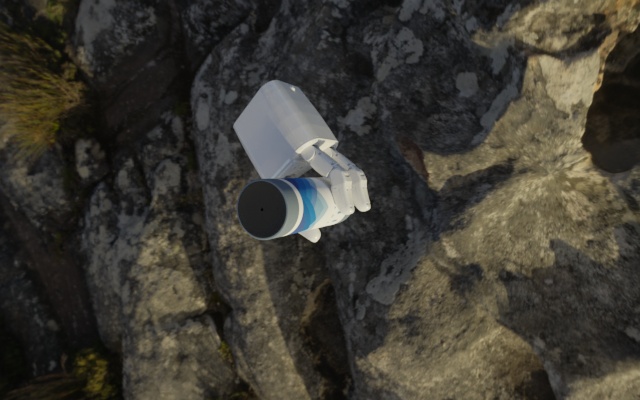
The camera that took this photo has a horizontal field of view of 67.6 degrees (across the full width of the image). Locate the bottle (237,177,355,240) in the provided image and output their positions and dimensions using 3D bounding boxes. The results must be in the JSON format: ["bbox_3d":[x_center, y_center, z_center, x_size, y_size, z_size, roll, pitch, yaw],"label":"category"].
[{"bbox_3d":[0.000,0.002,0.646,0.069,0.069,0.295,0,3,26],"label":"bottle"}]
